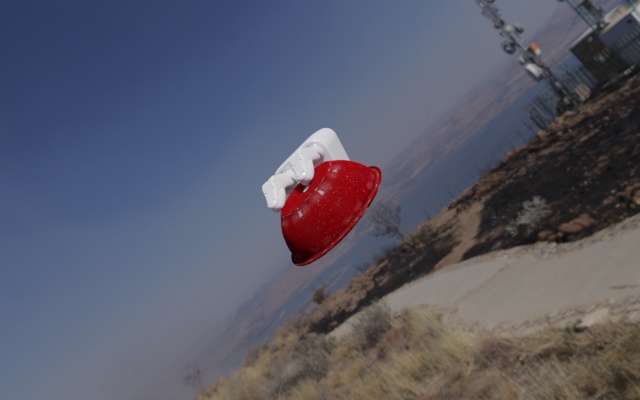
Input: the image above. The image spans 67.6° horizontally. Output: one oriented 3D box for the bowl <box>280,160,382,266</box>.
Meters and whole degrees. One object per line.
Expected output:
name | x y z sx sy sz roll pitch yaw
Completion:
bowl | 0.000 0.002 0.596 0.055 0.162 0.162 41 -13 -16
